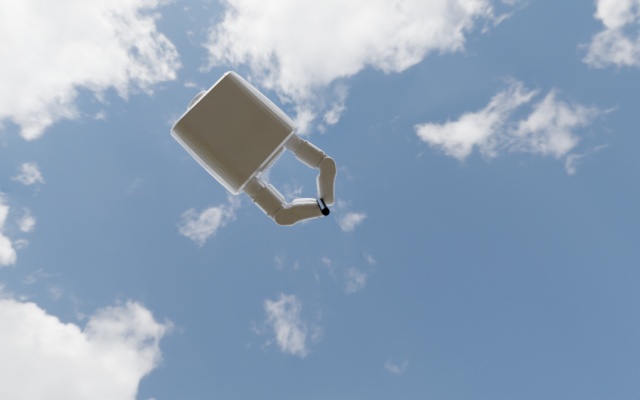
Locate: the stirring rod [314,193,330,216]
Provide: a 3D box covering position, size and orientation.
[{"bbox_3d":[0.000,0.002,0.571,0.011,0.011,0.239,0,4,-2],"label":"stirring rod"}]
